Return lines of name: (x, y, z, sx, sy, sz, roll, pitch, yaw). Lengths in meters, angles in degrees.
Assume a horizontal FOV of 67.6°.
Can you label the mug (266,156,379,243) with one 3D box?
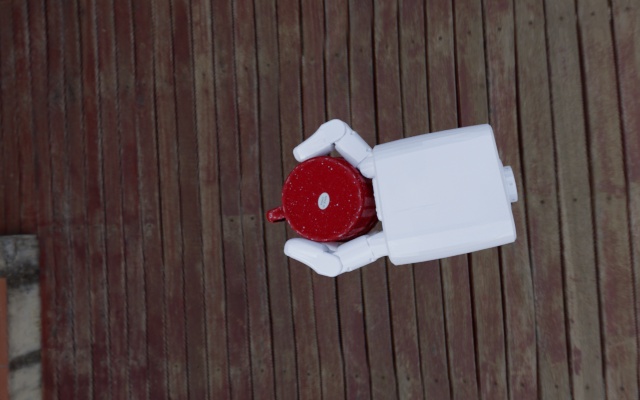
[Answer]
mug: (-0.001, 0.002, 0.481, 0.117, 0.093, 0.081, -13, -4, 16)
